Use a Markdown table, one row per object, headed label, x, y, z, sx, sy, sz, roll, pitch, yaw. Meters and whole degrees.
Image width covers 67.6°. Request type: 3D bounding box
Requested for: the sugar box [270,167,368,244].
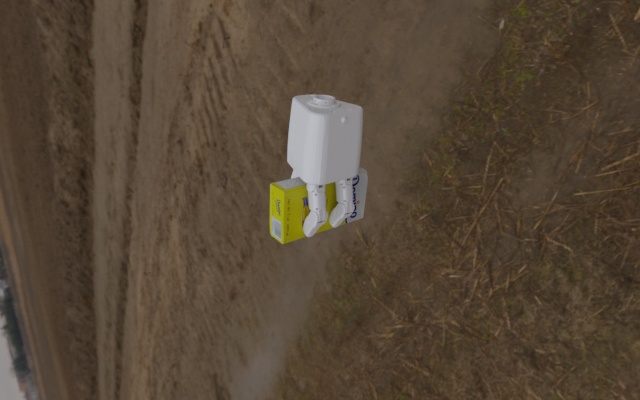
| label | x | y | z | sx | sy | sz | roll | pitch | yaw |
| --- | --- | --- | --- | --- | --- | --- | --- | --- | --- |
| sugar box | 0.000 | 0.003 | 0.786 | 0.176 | 0.093 | 0.048 | -15 | 31 | -34 |
